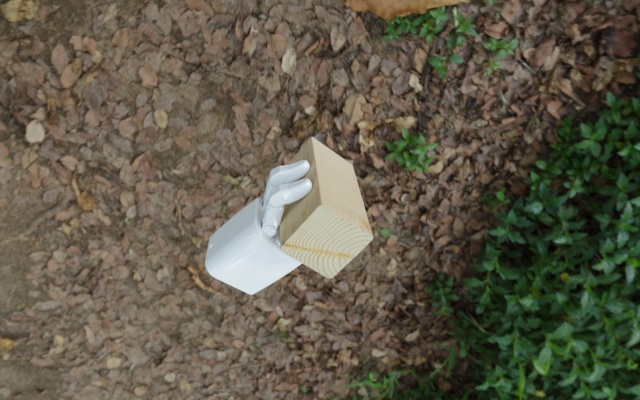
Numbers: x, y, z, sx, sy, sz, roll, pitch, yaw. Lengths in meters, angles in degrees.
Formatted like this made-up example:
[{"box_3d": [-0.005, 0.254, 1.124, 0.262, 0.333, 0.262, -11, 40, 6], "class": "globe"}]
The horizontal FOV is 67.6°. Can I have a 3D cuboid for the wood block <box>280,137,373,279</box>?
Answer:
[{"box_3d": [0.000, 0.003, 0.703, 0.091, 0.090, 0.206, 33, 23, -23], "class": "wood block"}]
